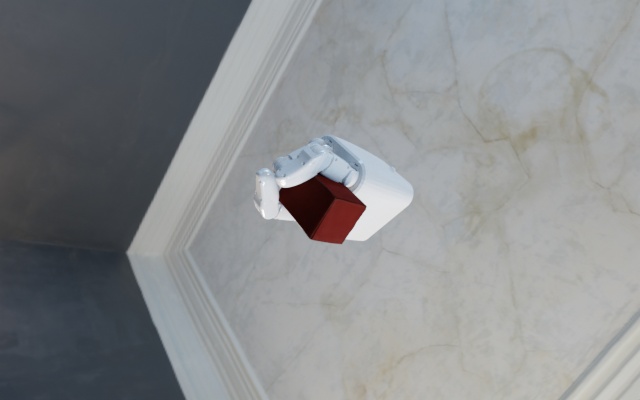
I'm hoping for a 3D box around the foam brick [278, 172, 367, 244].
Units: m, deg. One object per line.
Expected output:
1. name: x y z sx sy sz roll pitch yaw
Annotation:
1. foam brick: 0.000 0.002 0.507 0.051 0.053 0.078 16 23 -45
